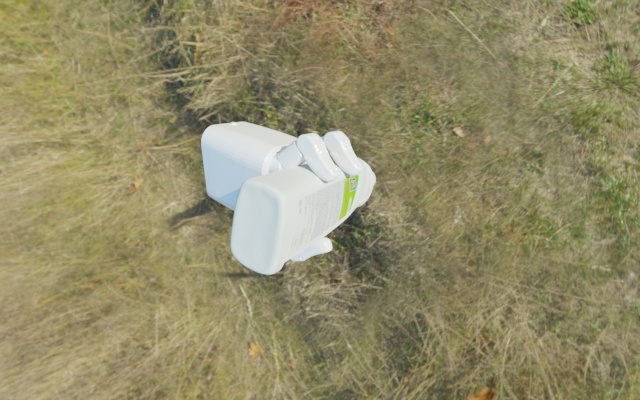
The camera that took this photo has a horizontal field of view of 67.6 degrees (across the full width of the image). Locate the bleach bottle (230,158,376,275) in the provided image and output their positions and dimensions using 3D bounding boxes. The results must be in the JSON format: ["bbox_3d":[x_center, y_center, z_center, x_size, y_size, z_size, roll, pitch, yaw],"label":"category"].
[{"bbox_3d":[0.000,0.002,0.587,0.068,0.103,0.251,22,22,26],"label":"bleach bottle"}]
